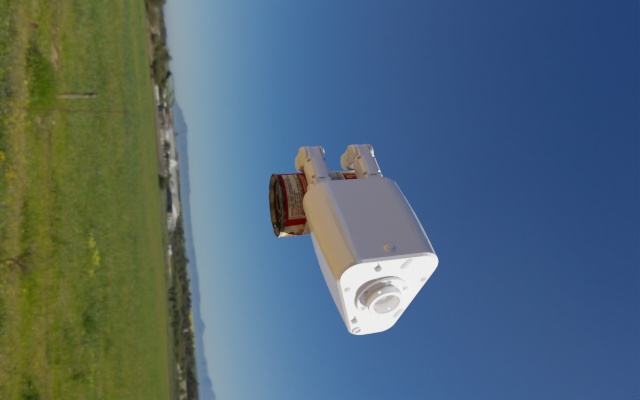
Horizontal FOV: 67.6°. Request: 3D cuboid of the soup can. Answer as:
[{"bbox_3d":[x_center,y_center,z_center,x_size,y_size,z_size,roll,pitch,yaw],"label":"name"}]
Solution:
[{"bbox_3d":[0.000,0.001,0.521,0.102,0.068,0.068,-4,1,-16],"label":"soup can"}]
